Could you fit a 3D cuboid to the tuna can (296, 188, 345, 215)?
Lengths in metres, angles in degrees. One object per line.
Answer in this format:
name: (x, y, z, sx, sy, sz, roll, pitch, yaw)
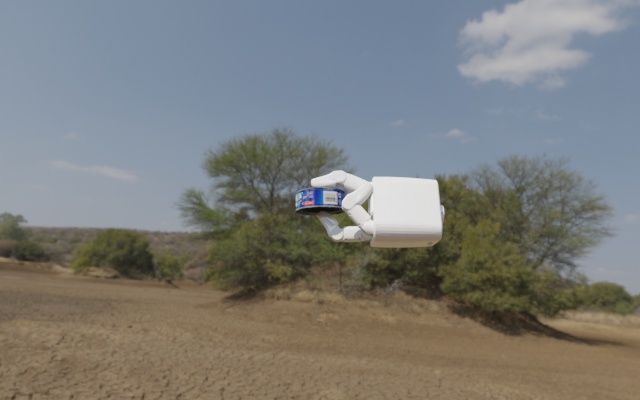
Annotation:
tuna can: (0.000, 0.002, 0.814, 0.086, 0.033, 0.086, -1, -11, 0)
